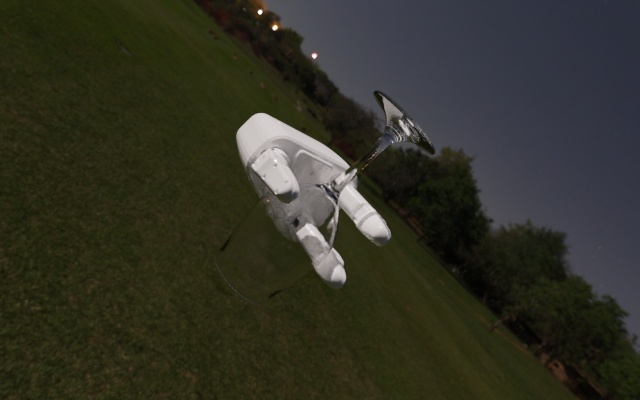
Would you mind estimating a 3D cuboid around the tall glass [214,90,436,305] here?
[{"bbox_3d":[0.001,0.001,0.416,0.201,0.079,0.079,-44,-4,5],"label":"tall glass"}]
